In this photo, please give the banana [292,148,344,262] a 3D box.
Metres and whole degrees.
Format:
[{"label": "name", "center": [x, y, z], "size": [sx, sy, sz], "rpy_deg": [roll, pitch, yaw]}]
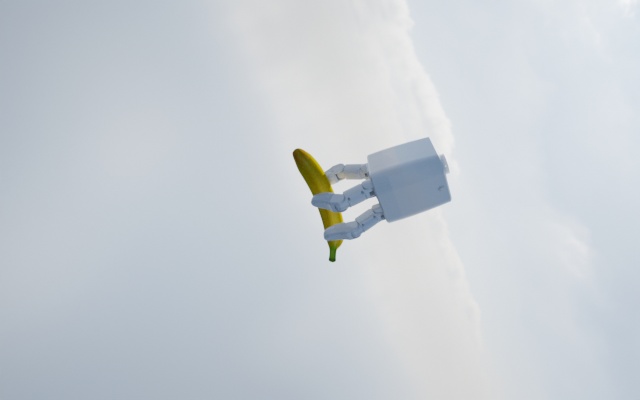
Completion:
[{"label": "banana", "center": [0.004, -0.001, 0.779], "size": [0.037, 0.198, 0.069], "rpy_deg": [-16, 18, 14]}]
